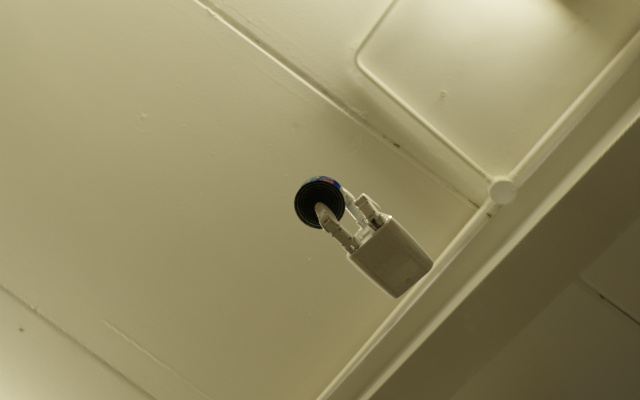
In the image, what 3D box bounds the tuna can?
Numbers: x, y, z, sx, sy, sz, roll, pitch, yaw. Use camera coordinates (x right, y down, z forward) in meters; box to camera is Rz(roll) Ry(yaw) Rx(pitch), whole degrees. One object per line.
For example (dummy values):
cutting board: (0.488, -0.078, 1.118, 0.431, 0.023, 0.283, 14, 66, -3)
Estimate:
tuna can: (0.000, 0.002, 0.804, 0.086, 0.086, 0.033, 0, 19, 6)
